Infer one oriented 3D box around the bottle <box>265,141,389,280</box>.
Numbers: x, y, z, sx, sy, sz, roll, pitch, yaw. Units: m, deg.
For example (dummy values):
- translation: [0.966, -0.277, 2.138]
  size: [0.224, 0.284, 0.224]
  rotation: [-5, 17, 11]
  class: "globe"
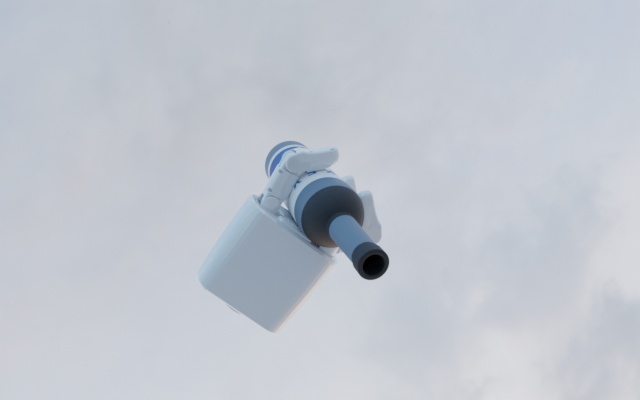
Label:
- translation: [0.000, 0.001, 0.506]
  size: [0.069, 0.069, 0.295]
  rotation: [0, 20, -18]
  class: "bottle"
